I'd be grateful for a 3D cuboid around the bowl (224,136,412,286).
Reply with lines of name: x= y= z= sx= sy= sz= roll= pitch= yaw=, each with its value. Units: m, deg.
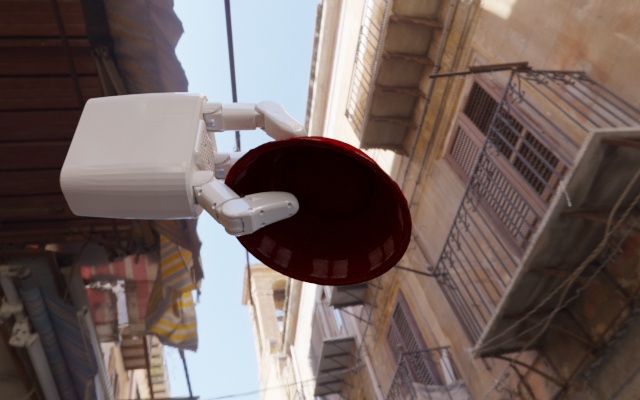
bowl: x=0.001 y=0.002 z=0.416 sx=0.162 sy=0.162 sz=0.055 roll=0 pitch=39 yaw=16
